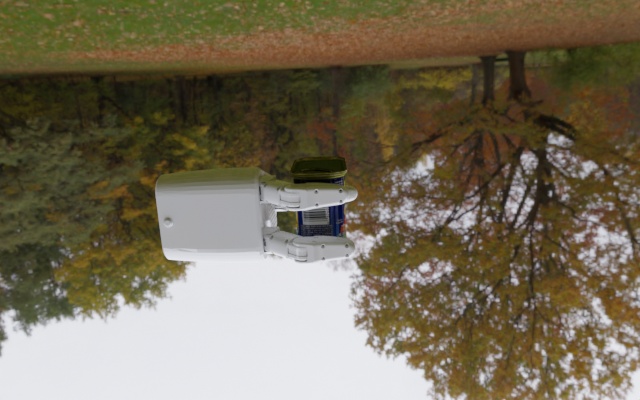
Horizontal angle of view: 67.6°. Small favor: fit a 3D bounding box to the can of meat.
[{"bbox_3d":[0.000,0.002,0.515,0.057,0.084,0.102,-2,14,1],"label":"can of meat"}]
